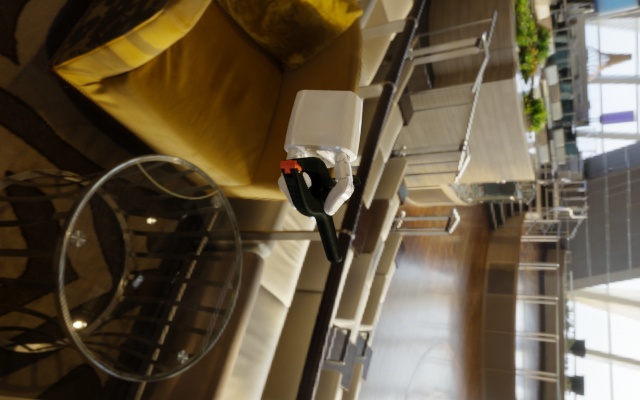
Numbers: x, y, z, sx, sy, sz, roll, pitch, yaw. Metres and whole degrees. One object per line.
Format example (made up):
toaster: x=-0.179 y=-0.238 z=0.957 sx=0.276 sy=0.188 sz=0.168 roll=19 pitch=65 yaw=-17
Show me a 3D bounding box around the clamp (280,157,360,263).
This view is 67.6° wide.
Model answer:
clamp: x=0.001 y=0.002 z=0.760 sx=0.036 sy=0.164 sz=0.210 roll=0 pitch=-19 yaw=31
